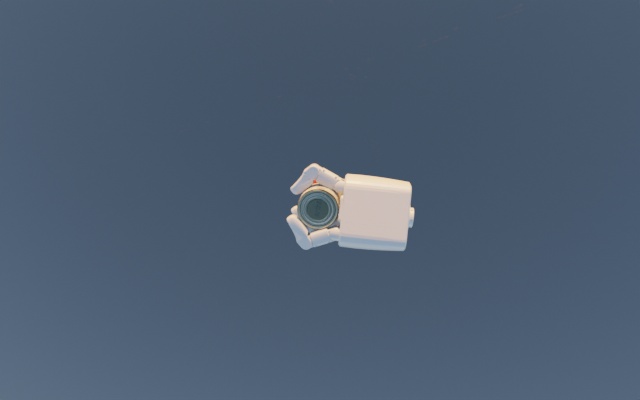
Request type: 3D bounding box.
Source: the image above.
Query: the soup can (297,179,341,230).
[{"bbox_3d":[0.000,0.003,0.793,0.068,0.068,0.102,0,14,5],"label":"soup can"}]
